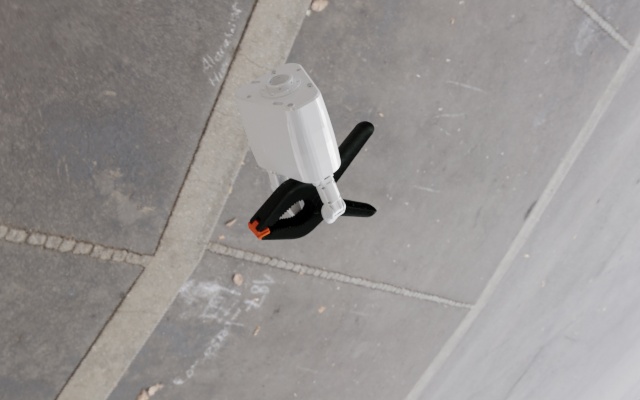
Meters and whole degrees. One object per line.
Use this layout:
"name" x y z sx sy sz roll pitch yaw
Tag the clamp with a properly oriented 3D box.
"clamp" 0.000 0.003 0.666 0.210 0.165 0.036 -33 45 -18
